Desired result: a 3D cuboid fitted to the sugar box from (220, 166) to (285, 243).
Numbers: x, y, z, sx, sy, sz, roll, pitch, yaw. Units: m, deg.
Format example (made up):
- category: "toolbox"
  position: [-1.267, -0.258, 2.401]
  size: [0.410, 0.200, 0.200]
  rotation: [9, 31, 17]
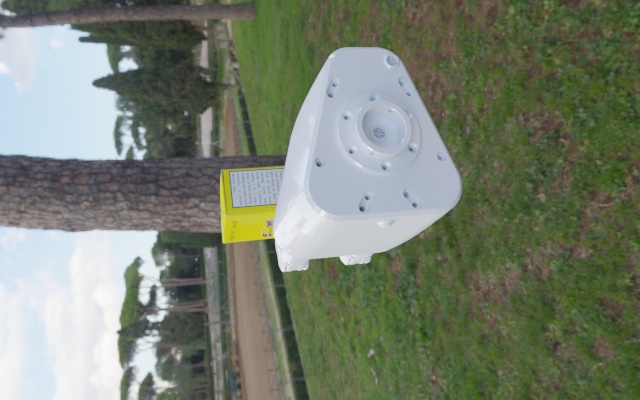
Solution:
- category: "sugar box"
  position: [0.000, 0.002, 0.430]
  size: [0.176, 0.048, 0.093]
  rotation: [-2, -18, -13]
